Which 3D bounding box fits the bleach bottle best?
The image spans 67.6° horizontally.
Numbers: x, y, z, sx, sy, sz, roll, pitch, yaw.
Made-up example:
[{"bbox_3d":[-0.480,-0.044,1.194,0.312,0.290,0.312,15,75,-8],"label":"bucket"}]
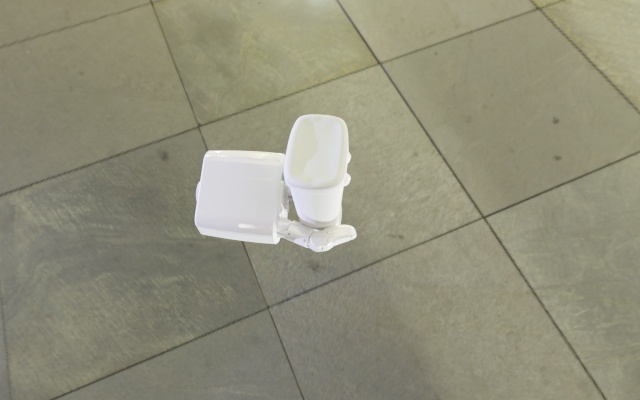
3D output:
[{"bbox_3d":[0.000,0.002,0.628,0.068,0.102,0.251,5,-28,5],"label":"bleach bottle"}]
